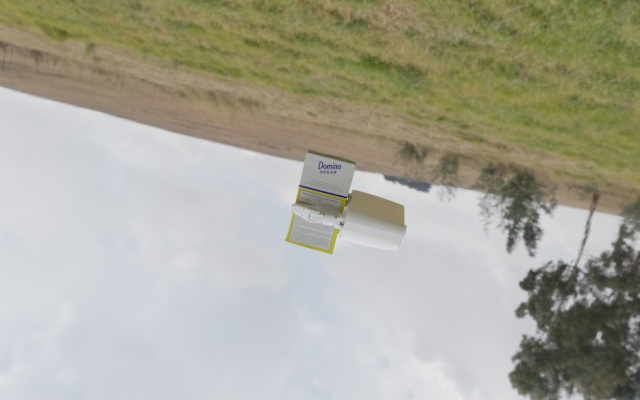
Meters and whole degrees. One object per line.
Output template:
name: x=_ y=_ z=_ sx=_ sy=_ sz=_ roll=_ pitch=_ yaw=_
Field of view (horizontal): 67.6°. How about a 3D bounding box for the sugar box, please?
sugar box: x=0.000 y=0.003 z=0.882 sx=0.093 sy=0.176 sz=0.048 roll=15 pitch=12 yaw=1
